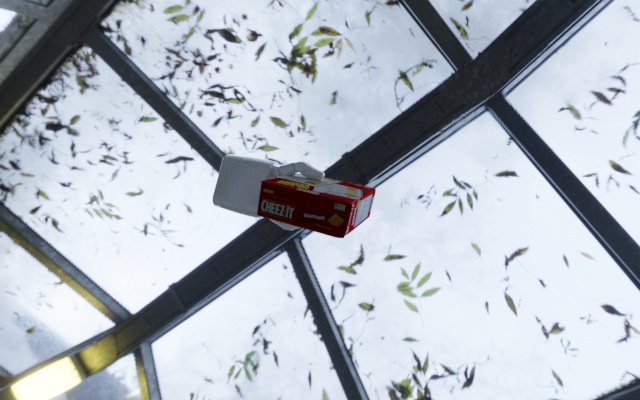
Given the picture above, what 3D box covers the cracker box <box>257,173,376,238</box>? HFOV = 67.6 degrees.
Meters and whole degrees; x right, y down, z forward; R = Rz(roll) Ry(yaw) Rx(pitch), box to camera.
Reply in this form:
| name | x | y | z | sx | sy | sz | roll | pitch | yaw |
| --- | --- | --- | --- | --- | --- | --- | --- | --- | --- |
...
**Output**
| name | x | y | z | sx | sy | sz | roll | pitch | yaw |
| --- | --- | --- | --- | --- | --- | --- | --- | --- | --- |
| cracker box | 0.000 | 0.003 | 0.895 | 0.164 | 0.072 | 0.213 | 14 | 12 | 15 |
